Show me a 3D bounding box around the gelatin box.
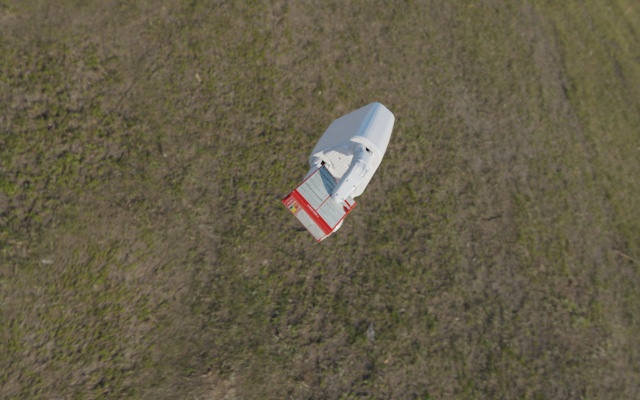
[{"bbox_3d":[0.000,0.002,0.640,0.030,0.073,0.089,-39,4,39],"label":"gelatin box"}]
